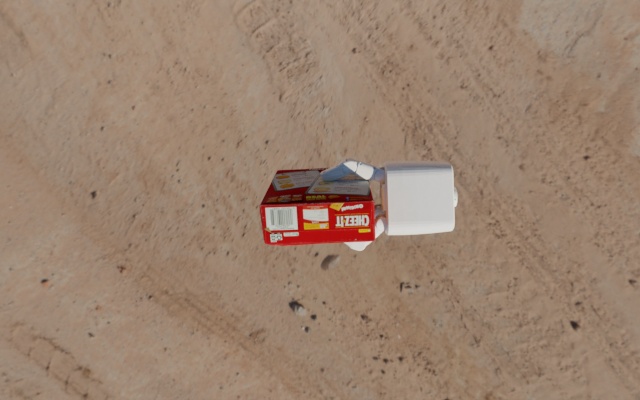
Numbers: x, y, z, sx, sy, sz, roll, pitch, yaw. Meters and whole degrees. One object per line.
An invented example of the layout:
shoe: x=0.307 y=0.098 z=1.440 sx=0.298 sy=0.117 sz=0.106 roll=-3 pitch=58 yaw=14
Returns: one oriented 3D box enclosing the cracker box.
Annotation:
cracker box: x=0.000 y=0.002 z=0.776 sx=0.164 sy=0.072 sz=0.213 roll=-3 pitch=17 yaw=3
